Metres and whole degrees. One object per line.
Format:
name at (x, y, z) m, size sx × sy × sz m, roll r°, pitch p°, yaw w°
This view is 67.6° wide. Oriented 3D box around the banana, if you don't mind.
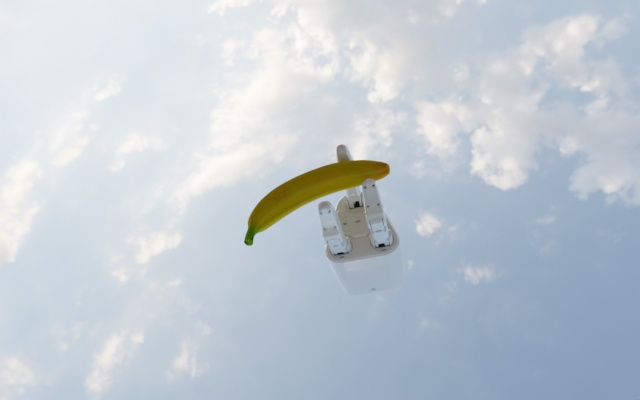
banana at (-0.011, -0.008, 0.590) m, size 0.198 × 0.037 × 0.069 m, roll -29°, pitch 47°, yaw -9°
